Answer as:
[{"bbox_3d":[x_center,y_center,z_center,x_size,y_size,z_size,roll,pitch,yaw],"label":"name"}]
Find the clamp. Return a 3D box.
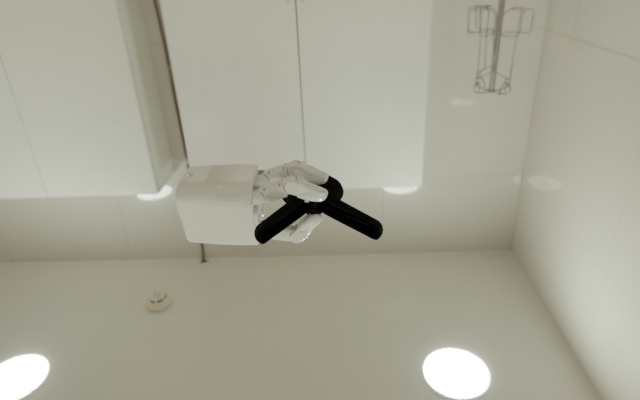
[{"bbox_3d":[0.000,0.003,0.687,0.164,0.036,0.210,2,27,0],"label":"clamp"}]
